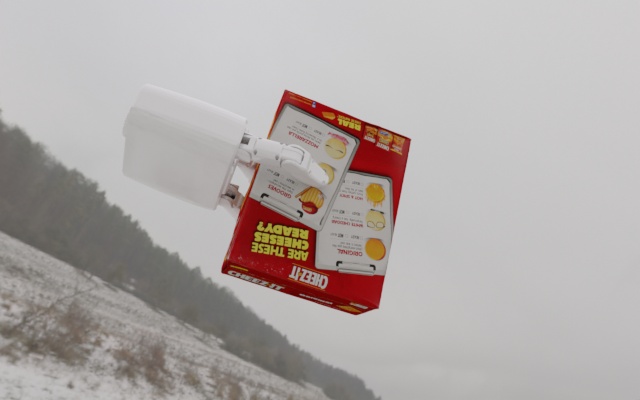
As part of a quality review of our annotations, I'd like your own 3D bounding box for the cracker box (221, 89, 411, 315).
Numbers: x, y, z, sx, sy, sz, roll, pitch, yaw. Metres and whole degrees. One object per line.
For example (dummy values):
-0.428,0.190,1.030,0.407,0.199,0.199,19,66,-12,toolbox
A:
0.000,0.002,0.540,0.164,0.213,0.072,20,-25,-10,cracker box
